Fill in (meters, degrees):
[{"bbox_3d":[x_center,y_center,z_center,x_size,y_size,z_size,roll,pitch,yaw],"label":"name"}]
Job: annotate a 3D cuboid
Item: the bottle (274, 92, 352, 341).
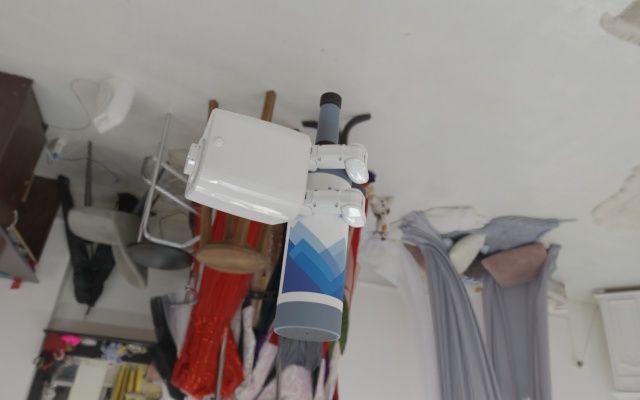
[{"bbox_3d":[0.000,0.002,0.537,0.069,0.295,0.069,5,-27,2],"label":"bottle"}]
